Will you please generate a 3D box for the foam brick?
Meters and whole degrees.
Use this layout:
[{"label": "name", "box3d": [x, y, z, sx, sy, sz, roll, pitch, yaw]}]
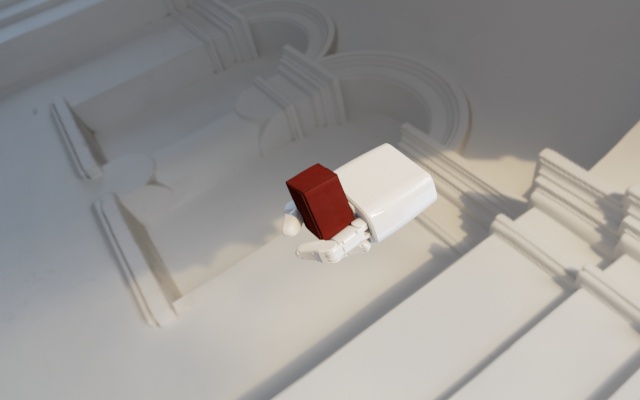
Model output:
[{"label": "foam brick", "box3d": [0.000, 0.002, 0.598, 0.051, 0.078, 0.053, -32, 32, -14]}]
